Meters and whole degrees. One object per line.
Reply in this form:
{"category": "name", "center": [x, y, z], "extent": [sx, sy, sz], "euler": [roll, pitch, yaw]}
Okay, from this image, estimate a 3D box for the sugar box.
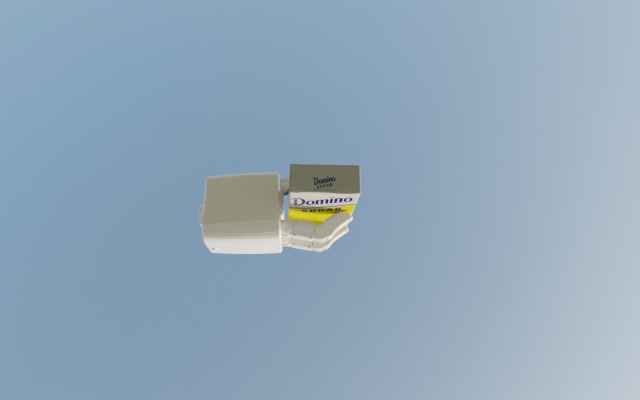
{"category": "sugar box", "center": [0.000, 0.003, 0.684], "extent": [0.093, 0.048, 0.176], "euler": [1, -18, -3]}
